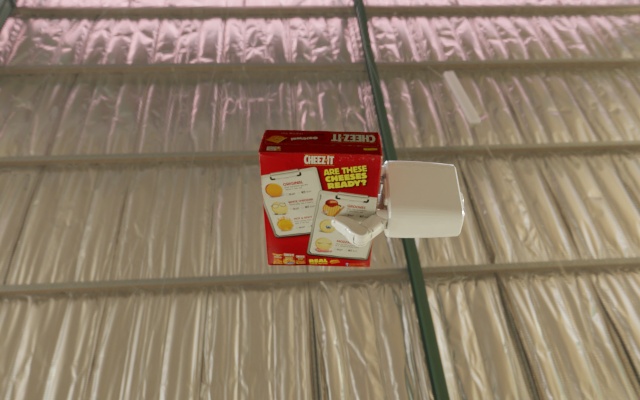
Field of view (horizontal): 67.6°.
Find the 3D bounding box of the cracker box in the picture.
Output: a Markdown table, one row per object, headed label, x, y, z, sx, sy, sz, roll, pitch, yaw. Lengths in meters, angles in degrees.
| label | x | y | z | sx | sy | sz | roll | pitch | yaw |
| --- | --- | --- | --- | --- | --- | --- | --- | --- | --- |
| cracker box | 0.000 | 0.003 | 0.708 | 0.164 | 0.214 | 0.072 | 1 | 39 | 1 |
